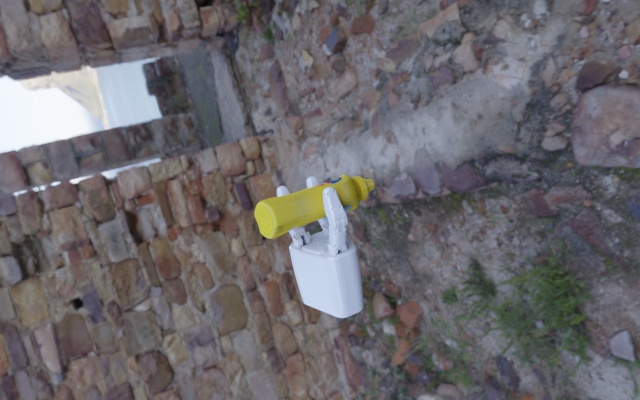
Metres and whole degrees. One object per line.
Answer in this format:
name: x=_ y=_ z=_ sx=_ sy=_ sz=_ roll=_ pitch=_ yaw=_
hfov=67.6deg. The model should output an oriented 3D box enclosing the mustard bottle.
mustard bottle: x=0.000 y=0.002 z=0.734 sx=0.191 sy=0.058 sz=0.096 roll=-18 pitch=-5 yaw=-22
